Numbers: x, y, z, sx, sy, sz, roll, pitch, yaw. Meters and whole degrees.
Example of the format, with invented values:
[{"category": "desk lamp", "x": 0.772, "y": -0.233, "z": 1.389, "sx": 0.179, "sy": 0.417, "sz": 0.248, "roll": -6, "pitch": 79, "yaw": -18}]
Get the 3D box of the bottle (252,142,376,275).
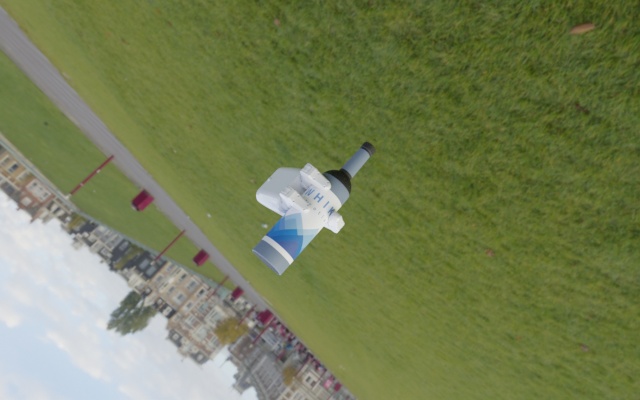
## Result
[{"category": "bottle", "x": 0.000, "y": 0.003, "z": 0.871, "sx": 0.069, "sy": 0.295, "sz": 0.069, "roll": 38, "pitch": -16, "yaw": 13}]
